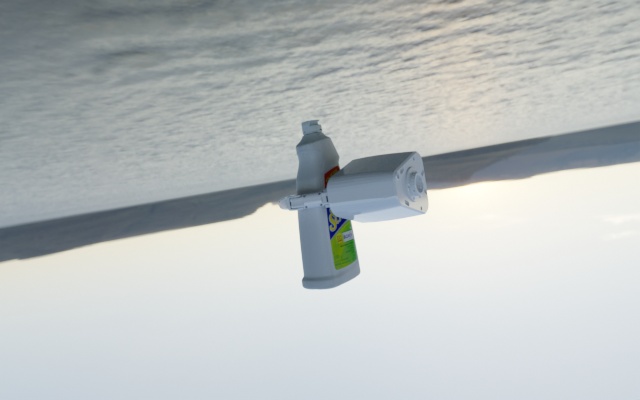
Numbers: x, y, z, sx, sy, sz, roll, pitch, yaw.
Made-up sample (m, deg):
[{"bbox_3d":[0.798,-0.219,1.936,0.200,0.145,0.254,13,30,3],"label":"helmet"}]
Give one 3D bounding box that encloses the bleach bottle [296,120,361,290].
[{"bbox_3d":[0.000,0.002,0.737,0.068,0.251,0.102,-7,3,36],"label":"bleach bottle"}]
